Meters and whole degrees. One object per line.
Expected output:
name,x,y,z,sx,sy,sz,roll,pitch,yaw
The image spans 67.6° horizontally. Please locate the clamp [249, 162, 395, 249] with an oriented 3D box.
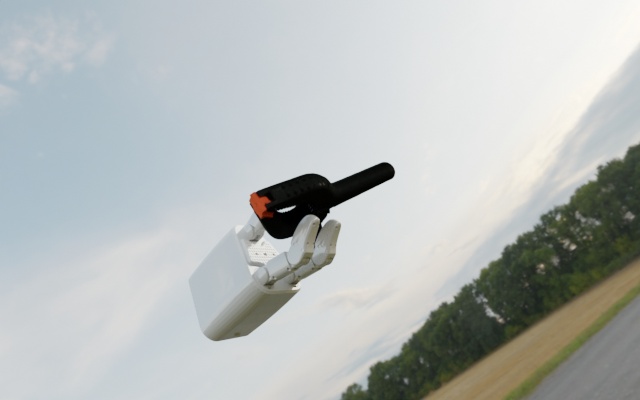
clamp,-0.001,0.001,0.578,0.036,0.164,0.210,51,18,26
